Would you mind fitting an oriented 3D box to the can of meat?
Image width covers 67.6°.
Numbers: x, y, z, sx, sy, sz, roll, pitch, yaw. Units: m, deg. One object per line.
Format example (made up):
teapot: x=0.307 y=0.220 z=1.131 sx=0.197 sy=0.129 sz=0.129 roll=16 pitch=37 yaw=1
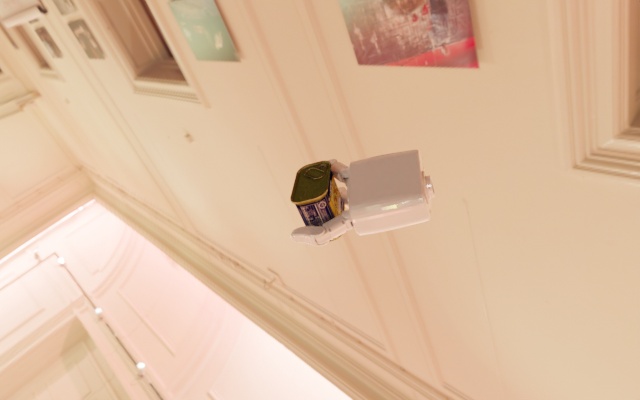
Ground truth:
can of meat: x=0.000 y=0.003 z=0.728 sx=0.057 sy=0.084 sz=0.102 roll=-14 pitch=33 yaw=16
